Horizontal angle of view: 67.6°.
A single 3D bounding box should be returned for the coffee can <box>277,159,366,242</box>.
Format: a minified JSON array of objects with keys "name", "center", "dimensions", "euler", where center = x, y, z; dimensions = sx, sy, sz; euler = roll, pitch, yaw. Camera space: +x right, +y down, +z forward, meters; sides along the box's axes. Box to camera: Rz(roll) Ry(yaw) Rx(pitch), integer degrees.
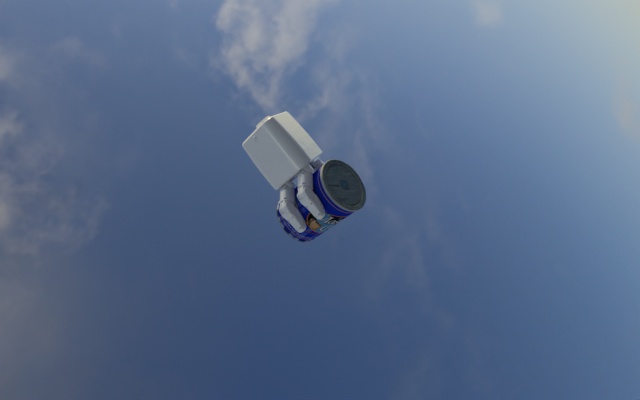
[{"name":"coffee can","center":[0.000,0.003,0.886],"dimensions":[0.103,0.102,0.140],"euler":[0,-27,-44]}]
